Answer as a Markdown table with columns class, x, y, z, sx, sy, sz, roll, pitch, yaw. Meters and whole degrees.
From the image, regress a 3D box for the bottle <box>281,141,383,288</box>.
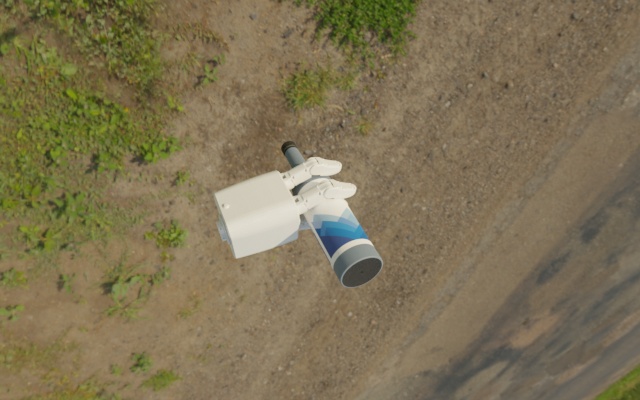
| class | x | y | z | sx | sy | sz | roll | pitch | yaw |
| --- | --- | --- | --- | --- | --- | --- | --- | --- | --- |
| bottle | 0.000 | 0.003 | 0.756 | 0.069 | 0.069 | 0.295 | 0 | 42 | -32 |
